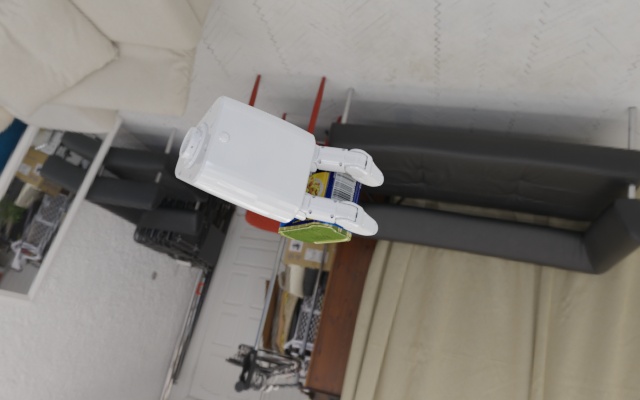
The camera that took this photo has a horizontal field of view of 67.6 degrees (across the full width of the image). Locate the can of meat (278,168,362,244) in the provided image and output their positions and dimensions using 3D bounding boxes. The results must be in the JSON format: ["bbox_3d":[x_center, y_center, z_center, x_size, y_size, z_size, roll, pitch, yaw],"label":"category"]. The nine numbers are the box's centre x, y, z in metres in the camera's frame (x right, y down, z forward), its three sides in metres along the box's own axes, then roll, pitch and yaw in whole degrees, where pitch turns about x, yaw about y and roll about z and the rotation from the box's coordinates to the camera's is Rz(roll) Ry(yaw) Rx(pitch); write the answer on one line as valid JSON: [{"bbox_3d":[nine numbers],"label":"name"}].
[{"bbox_3d":[0.000,0.002,0.550,0.057,0.084,0.102,24,-21,-31],"label":"can of meat"}]
